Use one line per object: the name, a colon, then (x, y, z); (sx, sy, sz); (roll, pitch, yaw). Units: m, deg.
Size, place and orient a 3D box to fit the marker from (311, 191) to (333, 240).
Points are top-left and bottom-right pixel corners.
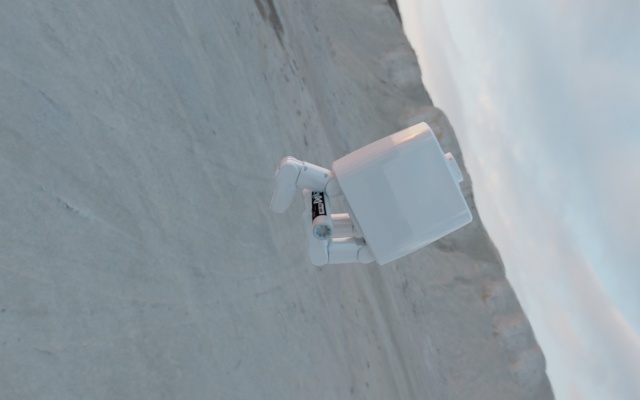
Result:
marker: (0.000, 0.002, 0.484); (0.020, 0.020, 0.121); (0, 26, -2)
